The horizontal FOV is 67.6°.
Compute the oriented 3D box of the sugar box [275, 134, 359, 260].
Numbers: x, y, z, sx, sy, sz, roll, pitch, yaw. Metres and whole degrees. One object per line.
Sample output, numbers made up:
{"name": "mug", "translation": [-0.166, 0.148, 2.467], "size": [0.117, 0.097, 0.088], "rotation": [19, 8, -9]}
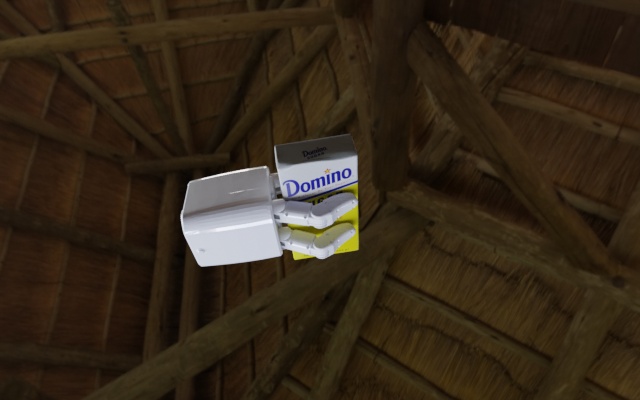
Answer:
{"name": "sugar box", "translation": [0.000, 0.002, 0.601], "size": [0.093, 0.048, 0.176], "rotation": [-10, -40, -2]}
